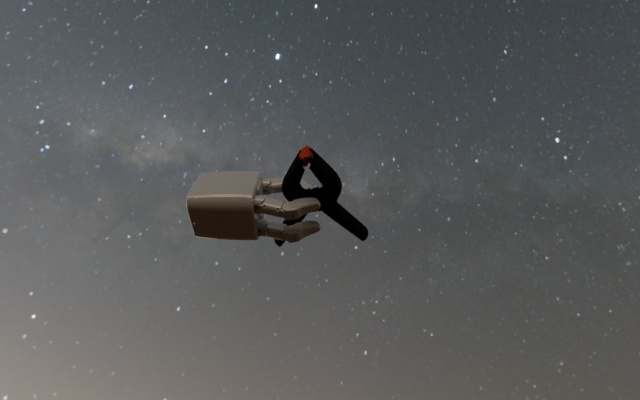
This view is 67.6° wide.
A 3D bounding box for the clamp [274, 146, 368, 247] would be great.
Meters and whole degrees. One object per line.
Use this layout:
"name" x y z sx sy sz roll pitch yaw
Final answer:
"clamp" 0.000 0.002 0.777 0.164 0.210 0.036 0 44 0
